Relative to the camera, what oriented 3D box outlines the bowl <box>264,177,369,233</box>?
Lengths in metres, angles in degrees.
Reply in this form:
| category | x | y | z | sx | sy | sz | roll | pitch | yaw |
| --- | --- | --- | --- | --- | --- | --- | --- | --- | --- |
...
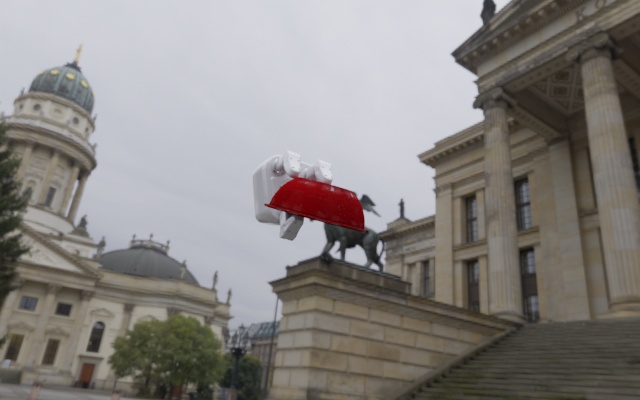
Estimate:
| category | x | y | z | sx | sy | sz | roll | pitch | yaw |
| --- | --- | --- | --- | --- | --- | --- | --- | --- | --- |
| bowl | 0.001 | 0.002 | 0.716 | 0.162 | 0.055 | 0.162 | 15 | -1 | 0 |
